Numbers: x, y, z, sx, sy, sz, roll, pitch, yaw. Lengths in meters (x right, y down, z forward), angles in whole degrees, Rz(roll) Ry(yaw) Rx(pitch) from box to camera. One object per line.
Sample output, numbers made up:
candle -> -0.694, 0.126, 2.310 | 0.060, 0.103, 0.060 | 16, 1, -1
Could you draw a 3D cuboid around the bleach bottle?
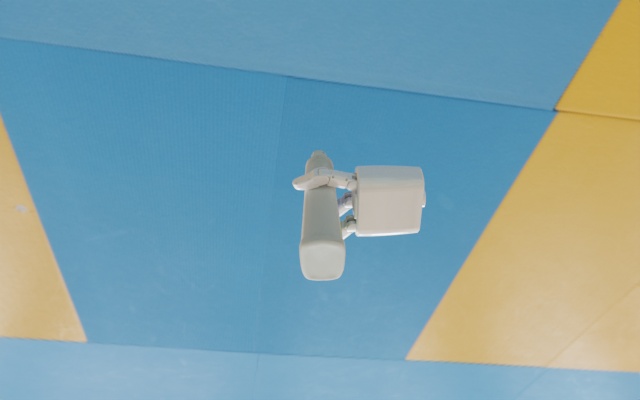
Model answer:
bleach bottle -> 0.000, 0.003, 0.789 | 0.068, 0.250, 0.103 | -1, -43, -1
